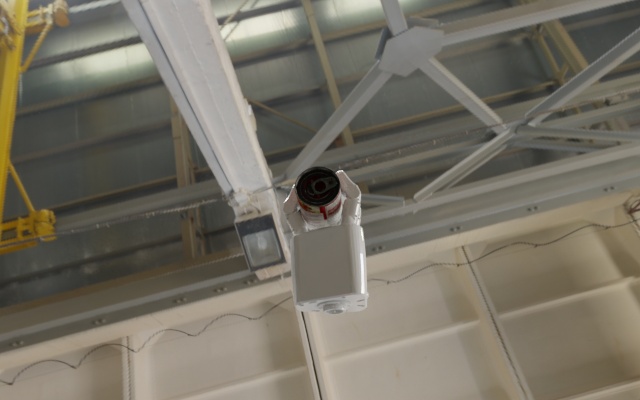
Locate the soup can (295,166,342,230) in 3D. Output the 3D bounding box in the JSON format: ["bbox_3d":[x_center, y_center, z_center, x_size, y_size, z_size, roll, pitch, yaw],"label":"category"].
[{"bbox_3d":[0.000,0.002,0.743,0.068,0.068,0.102,0,-28,6],"label":"soup can"}]
